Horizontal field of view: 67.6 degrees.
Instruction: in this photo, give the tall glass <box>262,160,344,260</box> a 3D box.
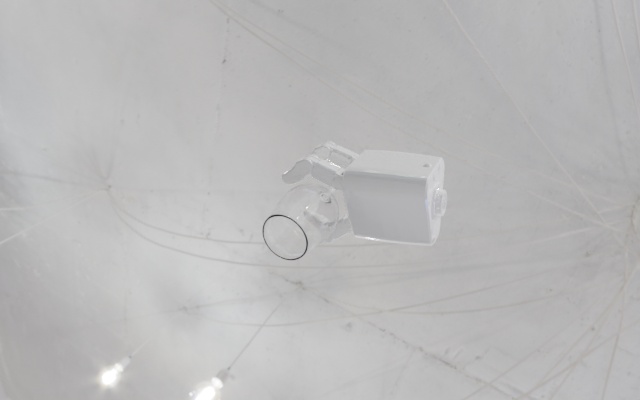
[{"bbox_3d":[0.000,0.002,0.641,0.079,0.079,0.201,0,25,29],"label":"tall glass"}]
